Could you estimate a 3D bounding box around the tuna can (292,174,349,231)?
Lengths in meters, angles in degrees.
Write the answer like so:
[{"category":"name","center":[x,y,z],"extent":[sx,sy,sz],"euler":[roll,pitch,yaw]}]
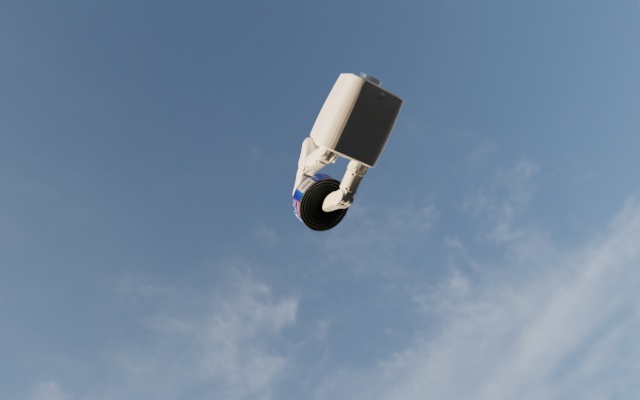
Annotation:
[{"category":"tuna can","center":[0.000,0.002,0.744],"extent":[0.086,0.086,0.033],"euler":[0,19,-28]}]
